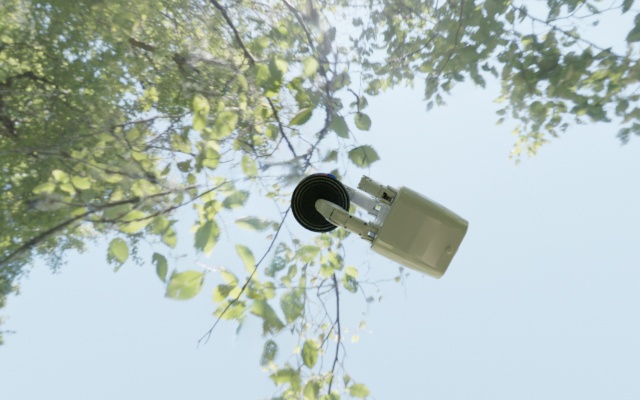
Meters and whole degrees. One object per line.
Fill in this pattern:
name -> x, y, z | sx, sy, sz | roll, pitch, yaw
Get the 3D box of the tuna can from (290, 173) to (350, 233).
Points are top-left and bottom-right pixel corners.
tuna can -> 0.000, 0.002, 0.699 | 0.086, 0.086, 0.033 | 0, 10, 2
